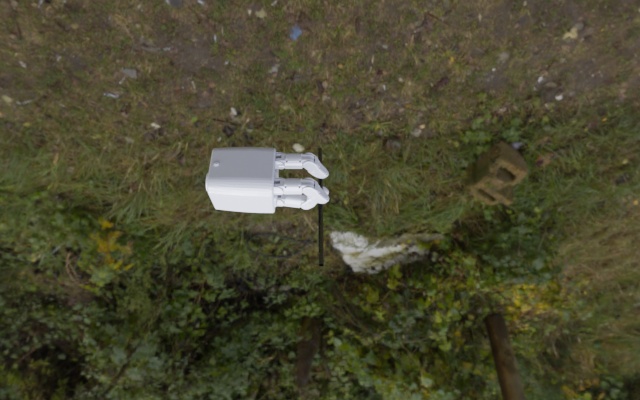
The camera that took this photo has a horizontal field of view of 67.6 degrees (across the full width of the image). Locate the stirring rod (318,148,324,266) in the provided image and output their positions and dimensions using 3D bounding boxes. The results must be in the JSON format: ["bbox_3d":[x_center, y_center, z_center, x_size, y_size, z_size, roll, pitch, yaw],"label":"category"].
[{"bbox_3d":[0.000,0.003,0.807,0.011,0.239,0.011,0,-36,0],"label":"stirring rod"}]
